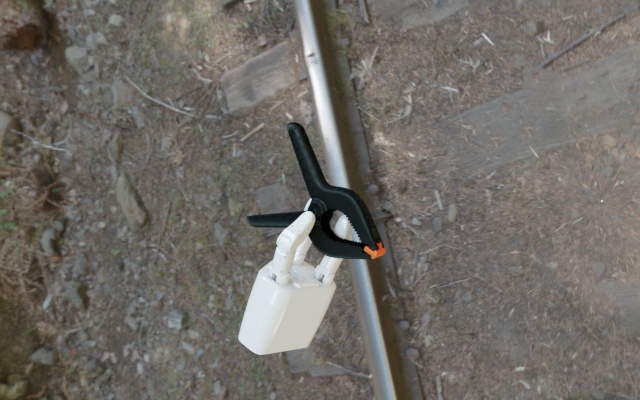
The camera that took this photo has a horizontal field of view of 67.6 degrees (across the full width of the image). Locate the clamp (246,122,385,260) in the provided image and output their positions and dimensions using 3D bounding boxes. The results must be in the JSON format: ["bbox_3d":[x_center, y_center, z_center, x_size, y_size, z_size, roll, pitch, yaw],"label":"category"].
[{"bbox_3d":[0.000,0.003,0.631,0.210,0.164,0.036,29,20,27],"label":"clamp"}]
